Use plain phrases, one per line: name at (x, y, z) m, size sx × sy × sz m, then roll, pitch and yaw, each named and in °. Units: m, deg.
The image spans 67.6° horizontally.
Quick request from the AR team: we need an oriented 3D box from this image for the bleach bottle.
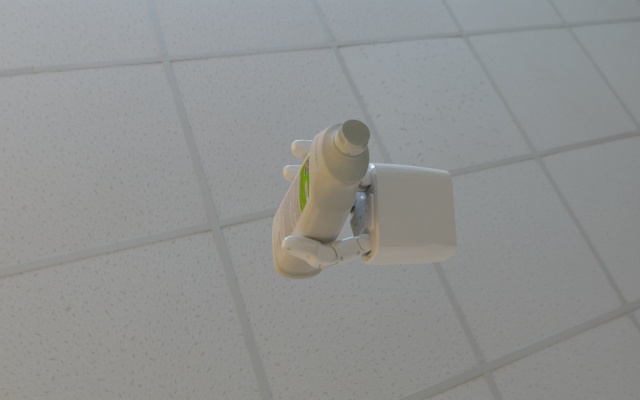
bleach bottle at (0.000, 0.002, 0.540) m, size 0.068 × 0.102 × 0.251 m, roll 2°, pitch -28°, yaw -17°
